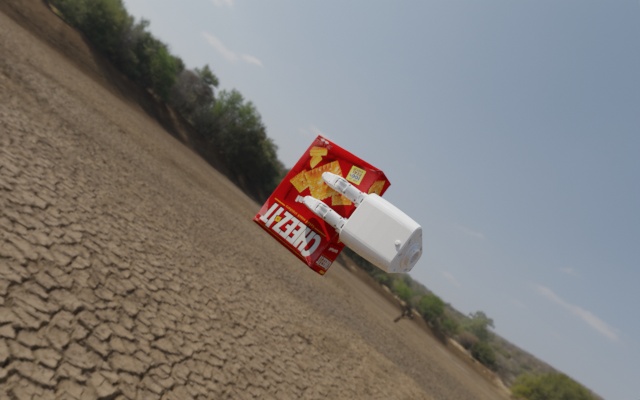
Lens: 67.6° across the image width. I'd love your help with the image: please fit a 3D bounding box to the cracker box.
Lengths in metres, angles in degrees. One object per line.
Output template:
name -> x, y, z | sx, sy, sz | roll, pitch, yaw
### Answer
cracker box -> 0.000, 0.003, 0.891 | 0.164, 0.213, 0.072 | 35, -5, 31
